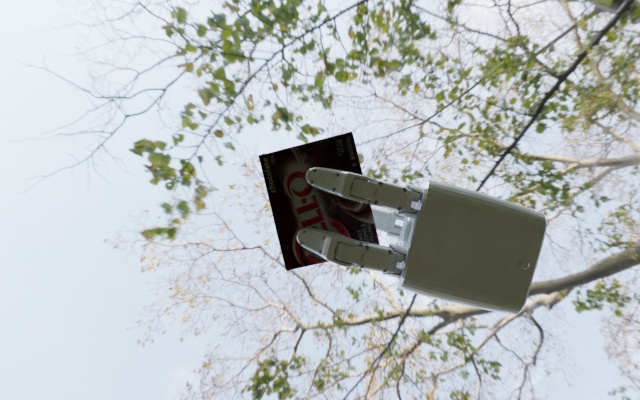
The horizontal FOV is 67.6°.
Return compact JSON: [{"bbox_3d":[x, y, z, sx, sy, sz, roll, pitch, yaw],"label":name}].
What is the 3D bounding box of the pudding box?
[{"bbox_3d":[0.000,0.001,0.448,0.090,0.113,0.039,-14,-1,6],"label":"pudding box"}]
